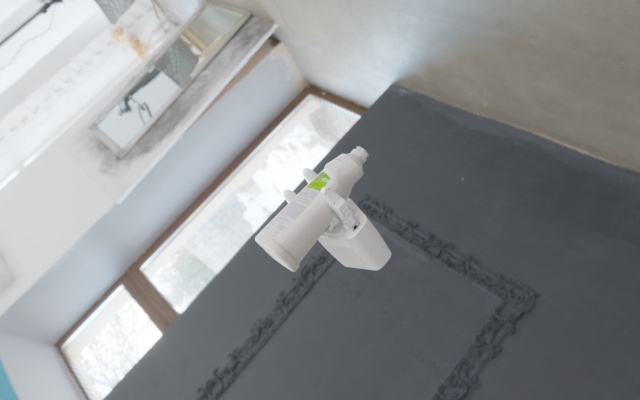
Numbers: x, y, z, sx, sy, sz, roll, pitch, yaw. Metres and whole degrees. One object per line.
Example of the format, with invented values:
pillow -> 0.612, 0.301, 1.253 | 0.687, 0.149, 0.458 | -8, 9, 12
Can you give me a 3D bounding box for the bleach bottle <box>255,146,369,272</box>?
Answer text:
bleach bottle -> 0.000, 0.003, 0.842 | 0.068, 0.251, 0.102 | 50, -15, -30
